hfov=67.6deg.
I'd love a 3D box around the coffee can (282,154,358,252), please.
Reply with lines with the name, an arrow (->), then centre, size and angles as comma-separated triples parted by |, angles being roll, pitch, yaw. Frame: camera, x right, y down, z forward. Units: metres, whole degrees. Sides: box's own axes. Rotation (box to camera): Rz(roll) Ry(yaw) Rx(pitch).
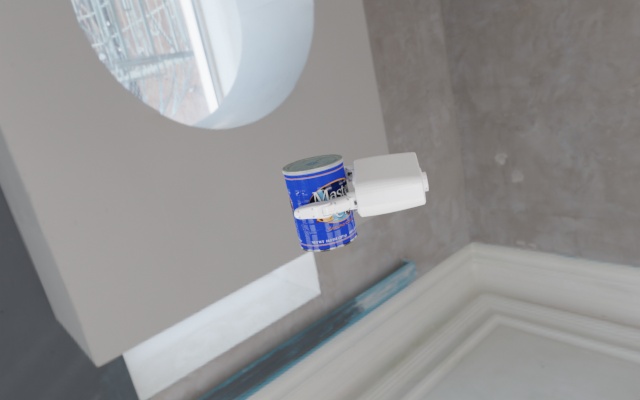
coffee can -> 0.000, 0.003, 0.810 | 0.103, 0.140, 0.102 | -11, 16, 3
